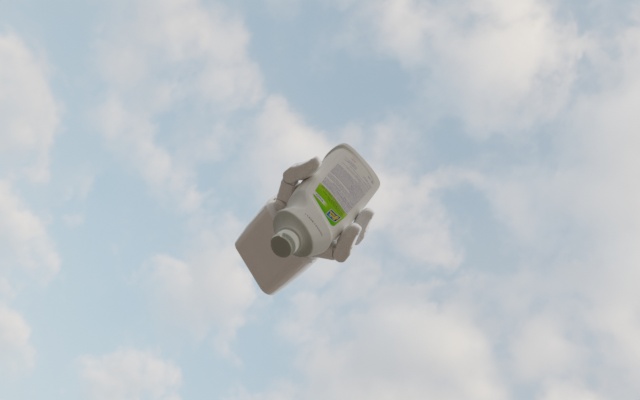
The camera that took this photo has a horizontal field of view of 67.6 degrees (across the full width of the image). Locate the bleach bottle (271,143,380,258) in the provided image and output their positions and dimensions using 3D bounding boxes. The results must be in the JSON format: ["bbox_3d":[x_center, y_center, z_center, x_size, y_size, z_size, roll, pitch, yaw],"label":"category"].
[{"bbox_3d":[0.000,0.002,0.663,0.068,0.102,0.250,-44,-1,34],"label":"bleach bottle"}]
